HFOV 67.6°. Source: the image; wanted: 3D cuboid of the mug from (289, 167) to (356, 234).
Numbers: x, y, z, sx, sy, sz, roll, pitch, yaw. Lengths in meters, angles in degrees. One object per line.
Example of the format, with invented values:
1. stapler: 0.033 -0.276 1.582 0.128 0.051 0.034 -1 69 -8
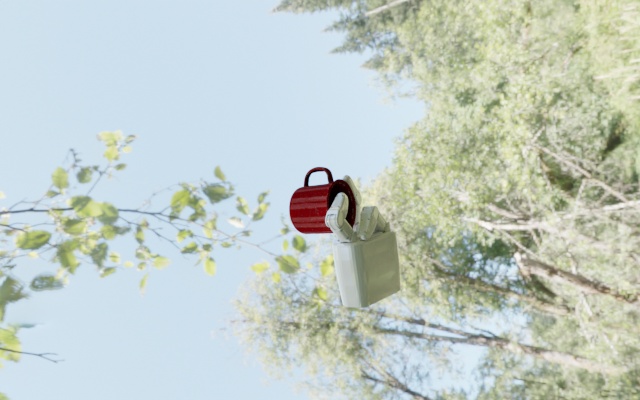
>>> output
1. mug: 0.000 0.001 0.793 0.081 0.117 0.093 -5 7 33
